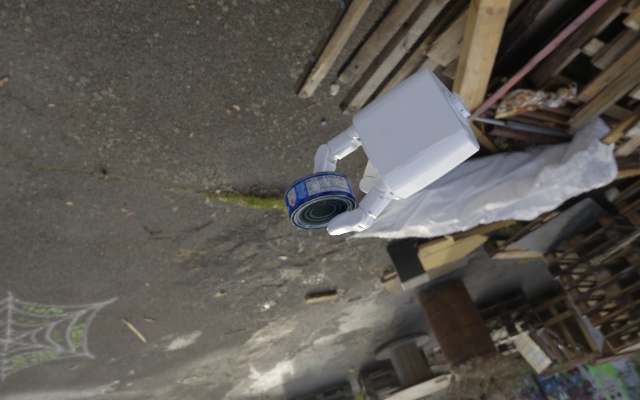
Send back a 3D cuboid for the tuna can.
[{"bbox_3d":[0.000,0.002,0.590,0.086,0.033,0.086,-12,-29,-6],"label":"tuna can"}]
